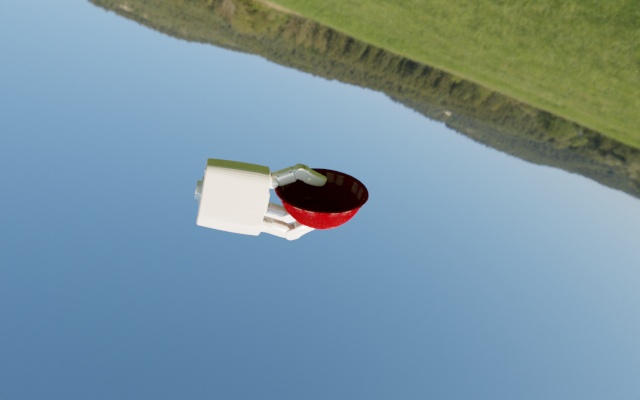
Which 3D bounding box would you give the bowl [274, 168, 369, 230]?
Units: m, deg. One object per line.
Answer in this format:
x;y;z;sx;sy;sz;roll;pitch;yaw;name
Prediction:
0.001;0.003;0.824;0.162;0.055;0.162;4;29;-2;bowl
